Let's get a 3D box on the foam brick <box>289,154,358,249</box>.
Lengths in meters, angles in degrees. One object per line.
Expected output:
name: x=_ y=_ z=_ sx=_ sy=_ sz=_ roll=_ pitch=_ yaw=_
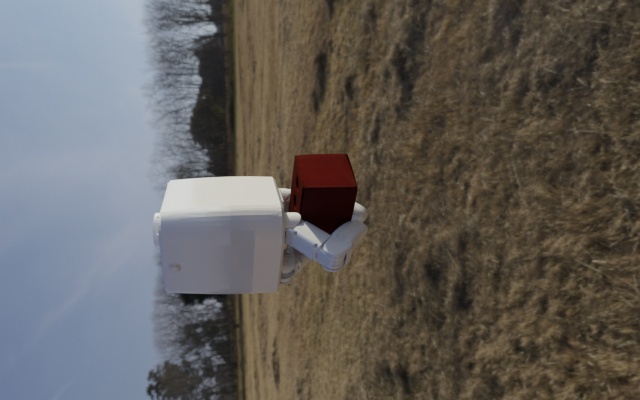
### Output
foam brick: x=0.000 y=0.001 z=0.453 sx=0.051 sy=0.078 sz=0.053 roll=0 pitch=39 yaw=-11
